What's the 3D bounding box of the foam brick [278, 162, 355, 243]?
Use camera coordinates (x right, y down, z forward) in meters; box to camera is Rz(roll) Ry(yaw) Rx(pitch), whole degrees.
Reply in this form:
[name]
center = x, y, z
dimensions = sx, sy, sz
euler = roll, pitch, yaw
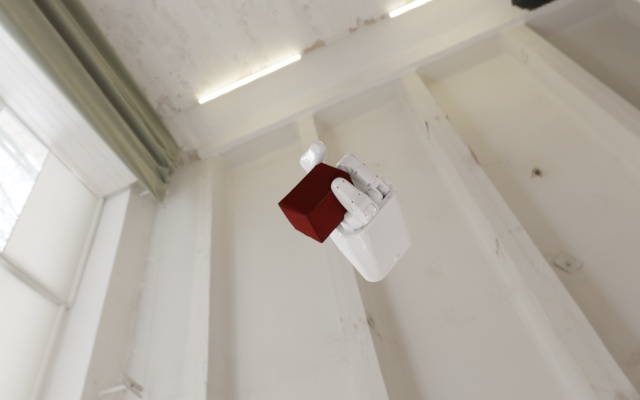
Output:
[foam brick]
center = 0.000, 0.002, 0.572
dimensions = 0.053, 0.078, 0.051
euler = 25, -28, 41
